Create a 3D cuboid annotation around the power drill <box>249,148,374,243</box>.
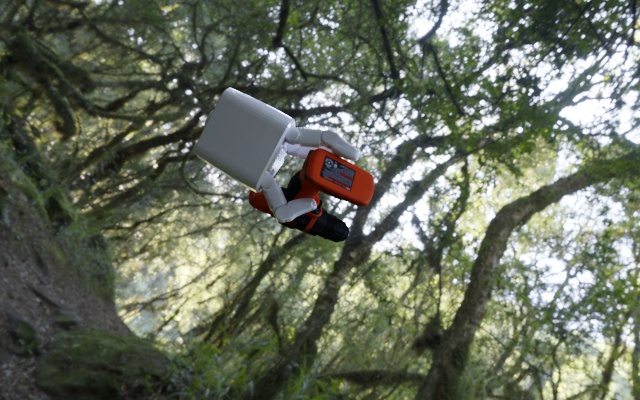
[{"bbox_3d":[0.000,0.002,0.733,0.184,0.057,0.188,24,-30,-20],"label":"power drill"}]
